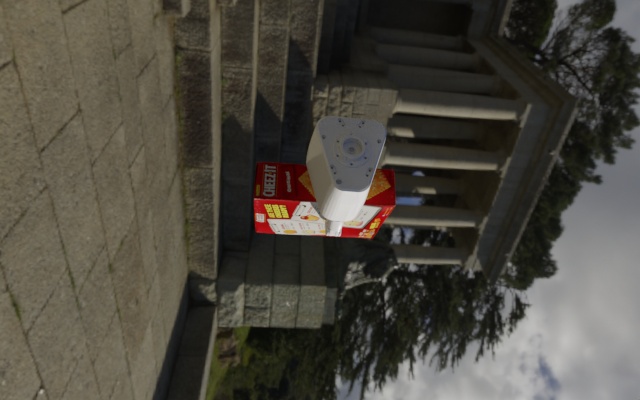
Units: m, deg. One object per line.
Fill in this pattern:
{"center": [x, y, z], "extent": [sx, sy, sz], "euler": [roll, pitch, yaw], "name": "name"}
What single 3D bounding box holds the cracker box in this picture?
{"center": [0.000, 0.003, 0.789], "extent": [0.214, 0.072, 0.164], "euler": [4, -22, -5], "name": "cracker box"}
